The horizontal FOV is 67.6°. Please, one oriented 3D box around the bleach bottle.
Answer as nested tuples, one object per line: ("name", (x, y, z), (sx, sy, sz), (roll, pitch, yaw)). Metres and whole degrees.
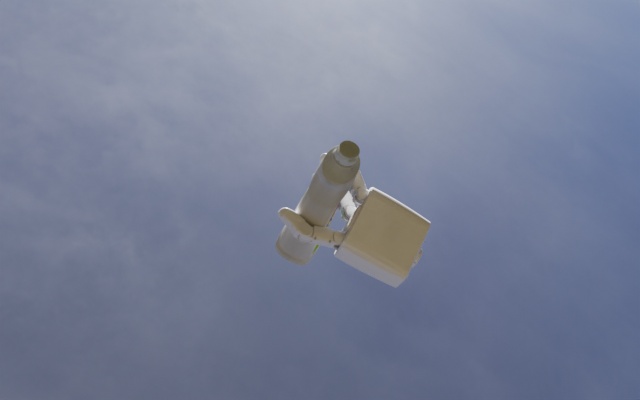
("bleach bottle", (0.000, 0.002, 0.714), (0.068, 0.102, 0.251), (30, -34, 1))
